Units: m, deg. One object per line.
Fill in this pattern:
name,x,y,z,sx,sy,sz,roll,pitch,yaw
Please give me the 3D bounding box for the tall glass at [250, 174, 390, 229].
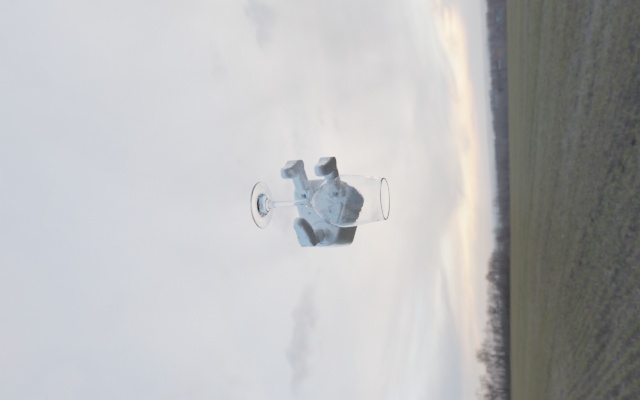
tall glass,-0.001,0.002,0.720,0.201,0.079,0.079,-3,-1,21
